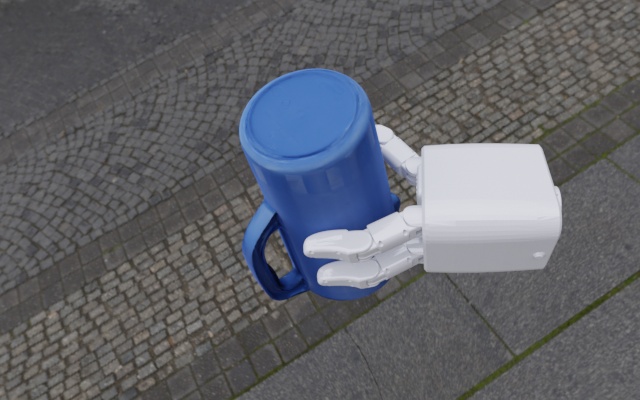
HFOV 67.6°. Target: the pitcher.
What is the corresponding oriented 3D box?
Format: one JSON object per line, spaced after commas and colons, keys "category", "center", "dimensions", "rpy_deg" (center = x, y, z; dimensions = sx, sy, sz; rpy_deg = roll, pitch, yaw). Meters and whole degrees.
{"category": "pitcher", "center": [0.000, 0.001, 0.467], "dimensions": [0.145, 0.149, 0.243], "rpy_deg": [1, -32, 14]}
